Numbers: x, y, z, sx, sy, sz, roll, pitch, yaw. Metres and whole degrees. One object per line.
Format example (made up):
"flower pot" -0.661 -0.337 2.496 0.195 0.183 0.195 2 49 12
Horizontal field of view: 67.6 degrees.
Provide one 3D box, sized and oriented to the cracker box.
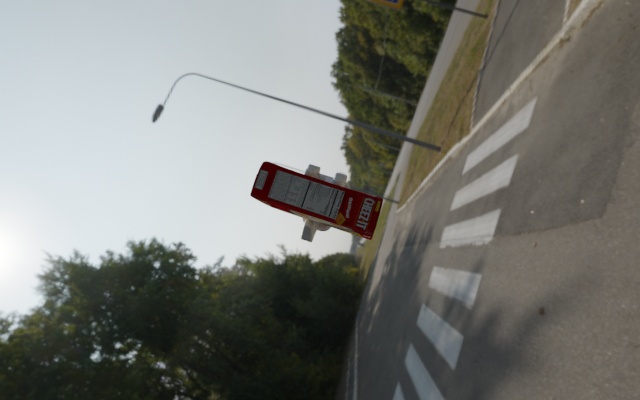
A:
"cracker box" 0.000 0.003 0.851 0.213 0.072 0.164 18 -5 7
